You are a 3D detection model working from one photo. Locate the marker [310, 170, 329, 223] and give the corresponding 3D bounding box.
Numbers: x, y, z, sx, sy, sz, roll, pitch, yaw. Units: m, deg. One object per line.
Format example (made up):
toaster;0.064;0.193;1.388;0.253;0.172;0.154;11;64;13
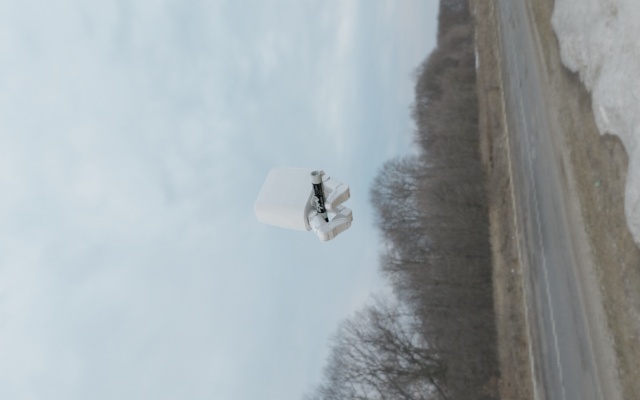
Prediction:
marker;0.000;0.003;0.826;0.020;0.121;0.020;-7;37;5
